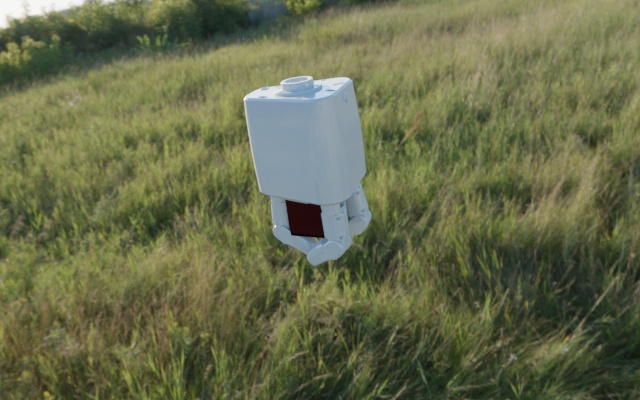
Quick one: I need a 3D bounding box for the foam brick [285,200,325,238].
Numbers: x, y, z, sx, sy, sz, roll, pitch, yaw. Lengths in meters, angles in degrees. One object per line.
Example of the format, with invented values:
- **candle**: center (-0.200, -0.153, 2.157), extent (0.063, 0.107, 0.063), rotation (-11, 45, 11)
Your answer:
- **foam brick**: center (0.000, 0.002, 0.549), extent (0.053, 0.051, 0.078), rotation (3, 27, 20)
